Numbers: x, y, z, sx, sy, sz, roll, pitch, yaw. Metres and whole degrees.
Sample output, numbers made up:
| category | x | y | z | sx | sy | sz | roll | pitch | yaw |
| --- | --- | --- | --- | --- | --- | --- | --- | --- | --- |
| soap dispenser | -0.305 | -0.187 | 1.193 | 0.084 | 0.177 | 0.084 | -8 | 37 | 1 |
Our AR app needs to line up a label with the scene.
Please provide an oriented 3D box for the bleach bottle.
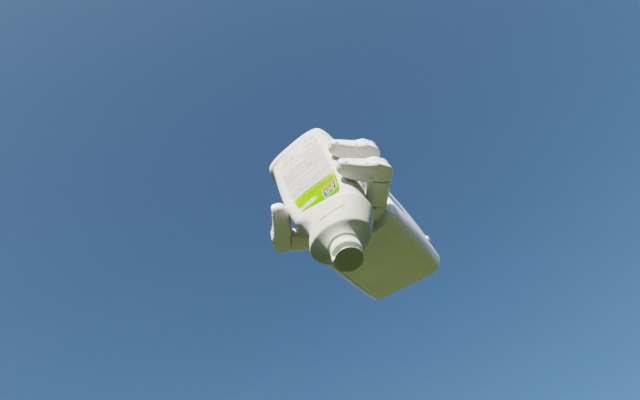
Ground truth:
| category | x | y | z | sx | sy | sz | roll | pitch | yaw |
| --- | --- | --- | --- | --- | --- | --- | --- | --- | --- |
| bleach bottle | 0.000 | 0.002 | 0.549 | 0.068 | 0.102 | 0.250 | 43 | 13 | -26 |
